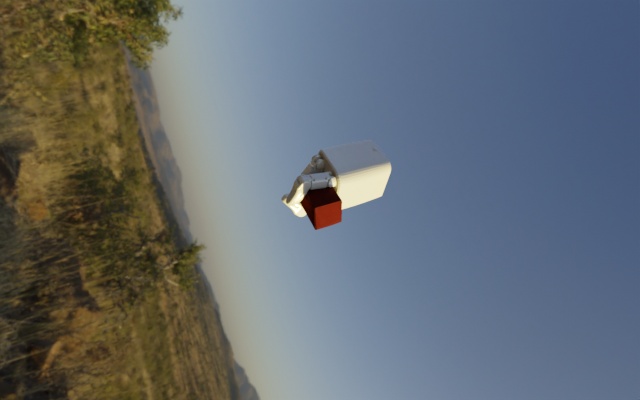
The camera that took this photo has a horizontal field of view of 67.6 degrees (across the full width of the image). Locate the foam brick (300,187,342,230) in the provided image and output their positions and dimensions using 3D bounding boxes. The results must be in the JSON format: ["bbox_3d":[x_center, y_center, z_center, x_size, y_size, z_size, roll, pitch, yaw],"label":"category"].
[{"bbox_3d":[0.000,0.003,0.837,0.051,0.053,0.078,-14,43,-16],"label":"foam brick"}]
